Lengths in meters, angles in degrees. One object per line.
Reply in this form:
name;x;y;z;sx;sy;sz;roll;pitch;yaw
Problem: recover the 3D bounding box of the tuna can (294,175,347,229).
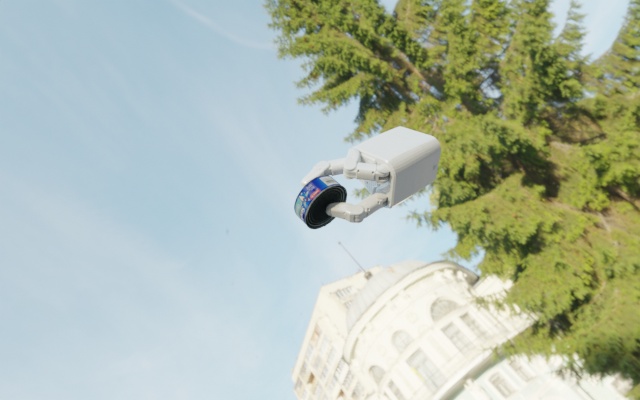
tuna can;0.000;0.002;0.764;0.086;0.086;0.033;0;35;-50
